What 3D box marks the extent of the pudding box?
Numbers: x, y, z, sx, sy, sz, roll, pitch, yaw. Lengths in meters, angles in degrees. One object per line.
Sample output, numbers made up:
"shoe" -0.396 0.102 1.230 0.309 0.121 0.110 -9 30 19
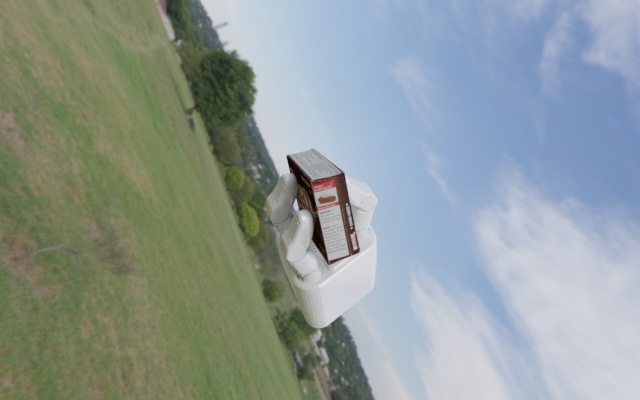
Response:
"pudding box" 0.000 0.002 0.498 0.039 0.090 0.113 -18 21 -12
